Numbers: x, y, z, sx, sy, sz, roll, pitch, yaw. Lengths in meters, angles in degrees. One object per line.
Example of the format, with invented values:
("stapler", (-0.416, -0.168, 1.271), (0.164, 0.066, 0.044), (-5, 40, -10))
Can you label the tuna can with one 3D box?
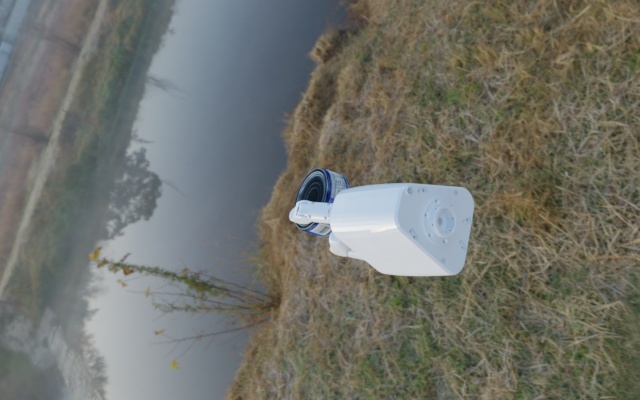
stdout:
("tuna can", (0.000, 0.002, 0.617), (0.034, 0.086, 0.086), (18, -9, -28))
